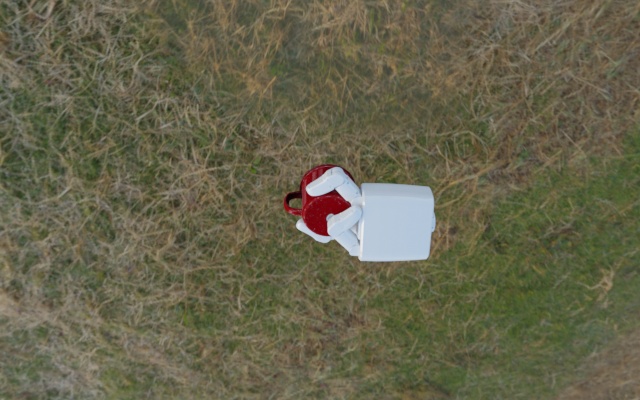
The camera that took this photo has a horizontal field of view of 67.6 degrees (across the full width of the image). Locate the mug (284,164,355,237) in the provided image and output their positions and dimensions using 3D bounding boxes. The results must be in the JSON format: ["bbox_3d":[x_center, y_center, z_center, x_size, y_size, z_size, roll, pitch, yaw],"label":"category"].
[{"bbox_3d":[-0.001,0.003,0.753,0.117,0.093,0.081,0,34,-1],"label":"mug"}]
